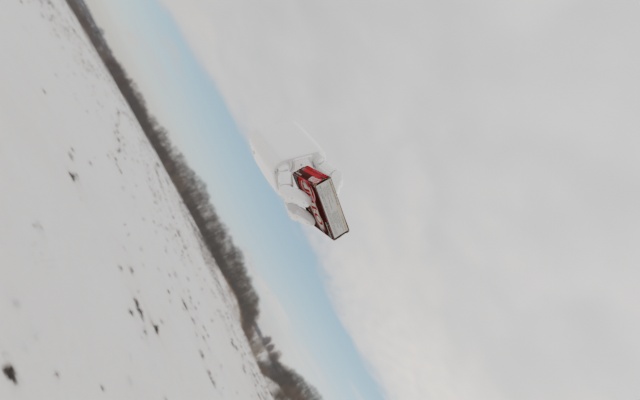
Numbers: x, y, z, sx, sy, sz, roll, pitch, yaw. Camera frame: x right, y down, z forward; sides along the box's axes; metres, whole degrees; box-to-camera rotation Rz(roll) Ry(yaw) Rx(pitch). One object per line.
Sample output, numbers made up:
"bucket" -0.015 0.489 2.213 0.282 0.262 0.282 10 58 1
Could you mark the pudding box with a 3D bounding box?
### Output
"pudding box" 0.000 0.003 0.827 0.039 0.113 0.090 -30 28 -15
